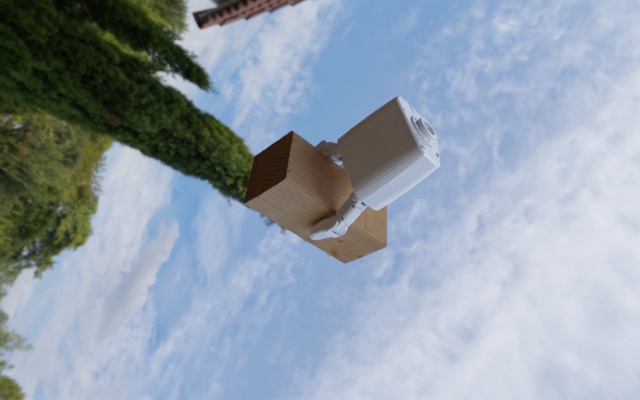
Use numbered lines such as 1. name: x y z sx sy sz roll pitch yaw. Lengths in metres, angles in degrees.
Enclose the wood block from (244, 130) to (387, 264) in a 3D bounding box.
1. wood block: 0.000 0.002 0.707 0.090 0.090 0.206 -28 -48 37
